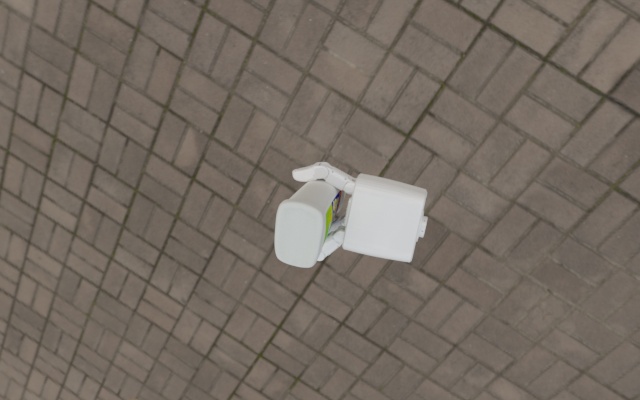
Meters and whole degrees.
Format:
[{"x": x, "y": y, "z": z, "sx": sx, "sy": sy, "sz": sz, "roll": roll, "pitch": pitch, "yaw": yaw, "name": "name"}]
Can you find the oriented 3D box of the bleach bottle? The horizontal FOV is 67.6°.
[{"x": 0.000, "y": 0.003, "z": 0.753, "sx": 0.068, "sy": 0.103, "sz": 0.250, "roll": 13, "pitch": 25, "yaw": 10, "name": "bleach bottle"}]
